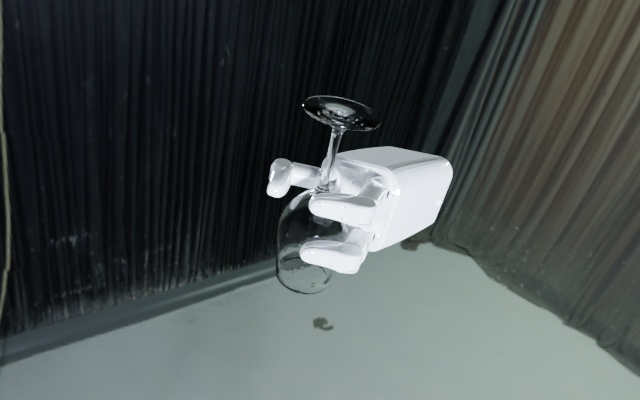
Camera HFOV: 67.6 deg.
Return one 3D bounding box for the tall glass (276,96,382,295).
[{"bbox_3d":[0.000,0.001,0.488,0.079,0.201,0.079,10,30,-6],"label":"tall glass"}]
